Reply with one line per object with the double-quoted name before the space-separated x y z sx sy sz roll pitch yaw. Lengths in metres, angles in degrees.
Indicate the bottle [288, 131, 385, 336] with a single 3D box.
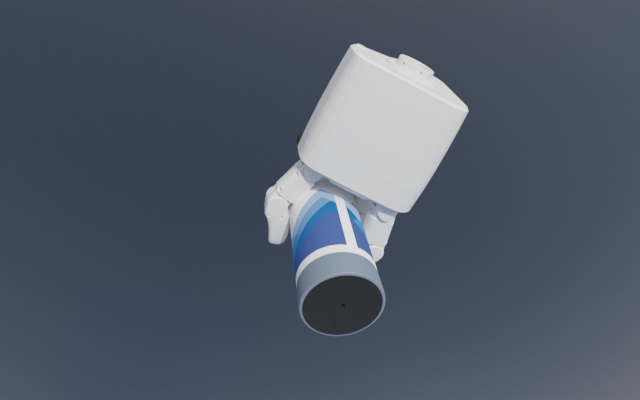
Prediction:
"bottle" 0.000 0.002 0.483 0.069 0.069 0.295 0 32 -8
